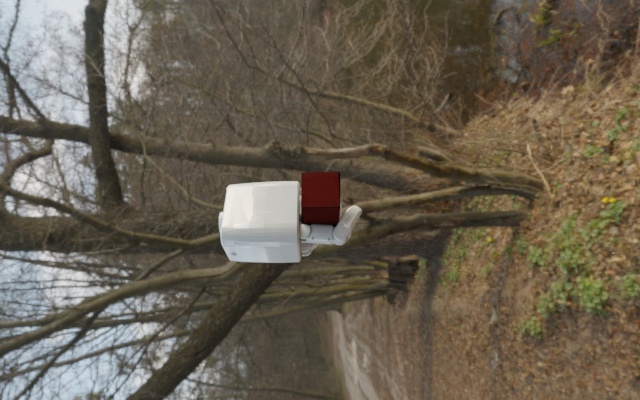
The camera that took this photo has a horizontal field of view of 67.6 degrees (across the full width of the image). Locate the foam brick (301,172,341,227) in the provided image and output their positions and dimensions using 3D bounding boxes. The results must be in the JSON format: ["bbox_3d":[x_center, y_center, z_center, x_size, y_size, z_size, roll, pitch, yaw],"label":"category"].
[{"bbox_3d":[0.000,0.002,0.645,0.051,0.053,0.078,1,-26,0],"label":"foam brick"}]
